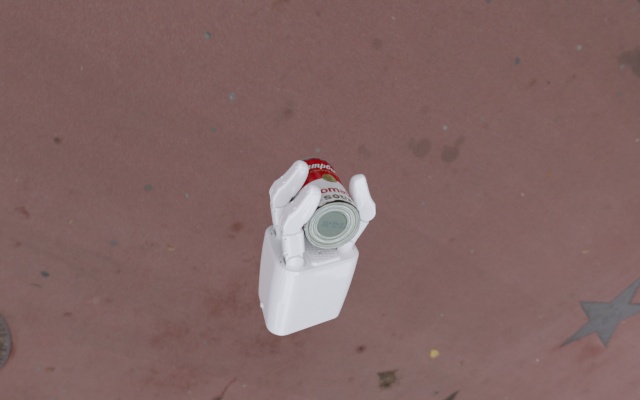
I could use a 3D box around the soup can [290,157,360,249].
[{"bbox_3d":[0.000,0.002,0.570,0.068,0.068,0.102,0,33,-19],"label":"soup can"}]
